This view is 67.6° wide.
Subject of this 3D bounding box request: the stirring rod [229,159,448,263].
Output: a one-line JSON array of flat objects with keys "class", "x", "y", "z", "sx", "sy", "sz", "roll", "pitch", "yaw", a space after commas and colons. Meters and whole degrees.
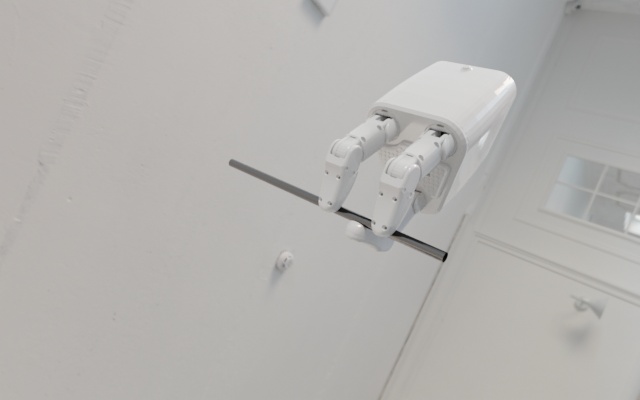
[{"class": "stirring rod", "x": 0.000, "y": 0.001, "z": 0.413, "sx": 0.239, "sy": 0.011, "sz": 0.011, "roll": 24, "pitch": 14, "yaw": 35}]
